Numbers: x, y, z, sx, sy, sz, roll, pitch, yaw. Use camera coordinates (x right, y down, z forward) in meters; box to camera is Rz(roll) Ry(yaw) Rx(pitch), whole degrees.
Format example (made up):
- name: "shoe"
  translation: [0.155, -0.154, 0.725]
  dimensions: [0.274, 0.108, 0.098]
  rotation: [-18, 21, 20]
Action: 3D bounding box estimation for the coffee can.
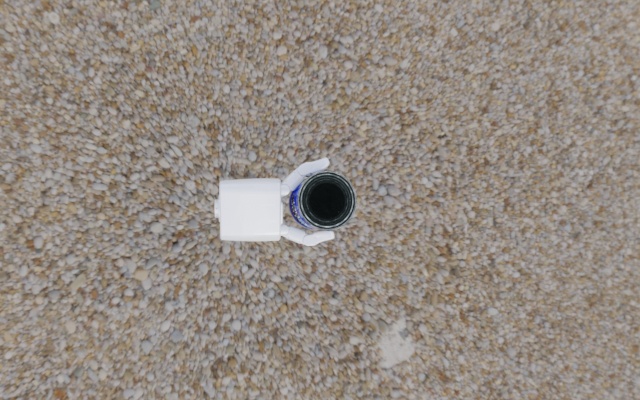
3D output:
- name: "coffee can"
  translation: [0.000, 0.003, 0.870]
  dimensions: [0.103, 0.103, 0.140]
  rotation: [0, -2, -10]
